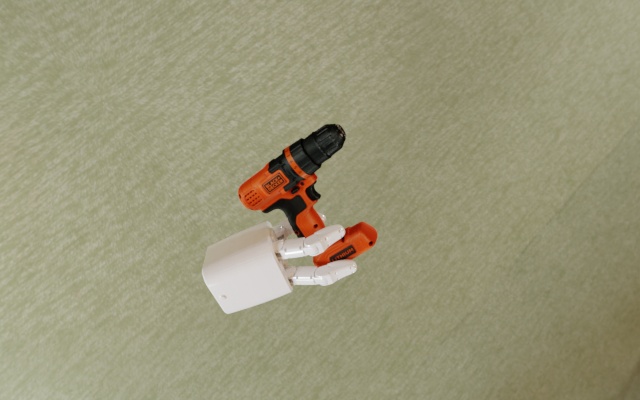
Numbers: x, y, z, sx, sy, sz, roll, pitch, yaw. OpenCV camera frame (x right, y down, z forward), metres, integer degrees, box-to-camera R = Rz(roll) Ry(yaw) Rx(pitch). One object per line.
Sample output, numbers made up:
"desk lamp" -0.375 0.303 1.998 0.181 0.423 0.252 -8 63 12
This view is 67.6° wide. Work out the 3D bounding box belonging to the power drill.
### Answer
"power drill" 0.000 0.003 0.696 0.184 0.188 0.057 -33 15 22
